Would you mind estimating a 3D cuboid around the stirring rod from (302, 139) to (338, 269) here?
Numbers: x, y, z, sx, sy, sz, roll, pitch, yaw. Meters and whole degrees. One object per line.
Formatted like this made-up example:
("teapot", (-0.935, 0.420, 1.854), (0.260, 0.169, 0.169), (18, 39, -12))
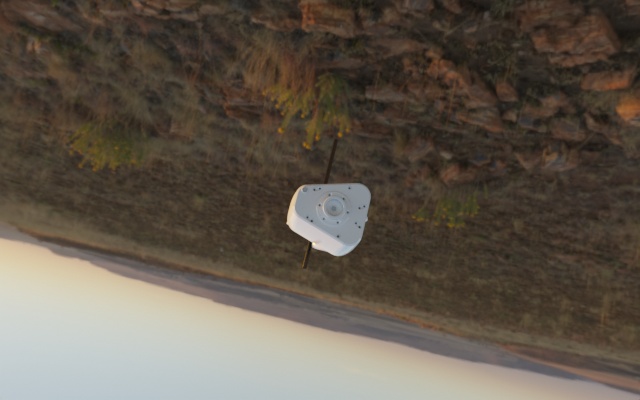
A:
("stirring rod", (0.000, 0.003, 0.844), (0.011, 0.239, 0.011), (13, -13, 3))
